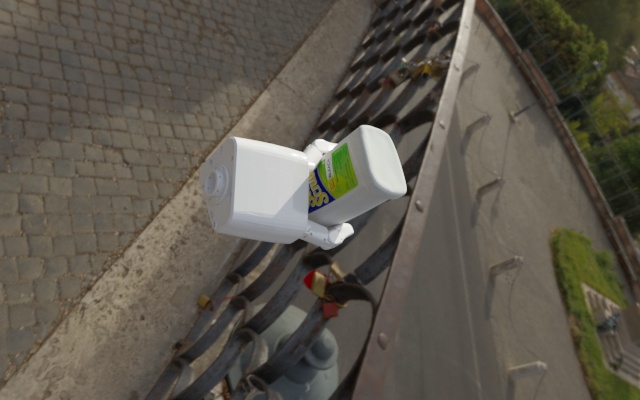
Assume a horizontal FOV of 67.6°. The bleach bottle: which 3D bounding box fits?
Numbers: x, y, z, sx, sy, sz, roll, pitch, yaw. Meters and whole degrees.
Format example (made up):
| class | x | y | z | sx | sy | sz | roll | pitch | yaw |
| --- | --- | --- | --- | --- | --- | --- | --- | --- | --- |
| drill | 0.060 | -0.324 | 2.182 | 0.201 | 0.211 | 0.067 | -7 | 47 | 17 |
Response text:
| class | x | y | z | sx | sy | sz | roll | pitch | yaw |
| --- | --- | --- | --- | --- | --- | --- | --- | --- | --- |
| bleach bottle | 0.000 | 0.002 | 0.665 | 0.068 | 0.102 | 0.251 | 11 | -34 | -39 |
